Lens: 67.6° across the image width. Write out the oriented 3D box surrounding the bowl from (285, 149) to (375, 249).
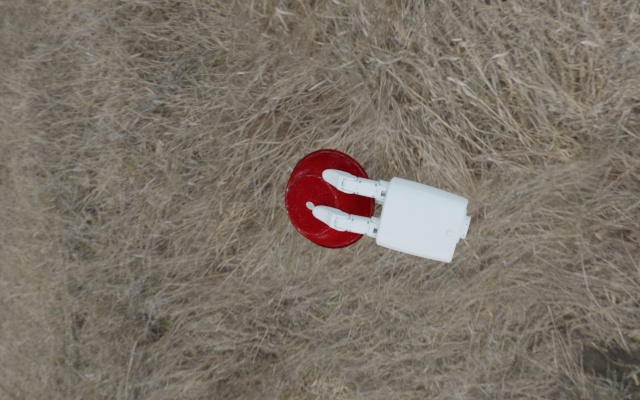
[{"bbox_3d":[-0.001,0.002,0.739,0.162,0.162,0.055,0,9,32],"label":"bowl"}]
